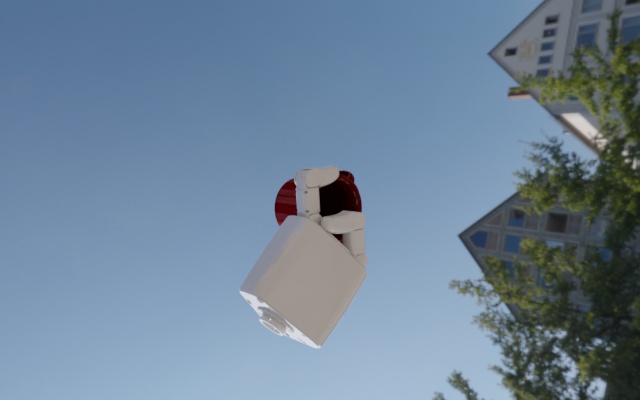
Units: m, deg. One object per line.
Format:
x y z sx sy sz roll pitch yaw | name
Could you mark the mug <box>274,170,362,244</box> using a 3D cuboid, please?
0.001 0.001 0.633 0.081 0.117 0.093 4 -40 46 | mug
